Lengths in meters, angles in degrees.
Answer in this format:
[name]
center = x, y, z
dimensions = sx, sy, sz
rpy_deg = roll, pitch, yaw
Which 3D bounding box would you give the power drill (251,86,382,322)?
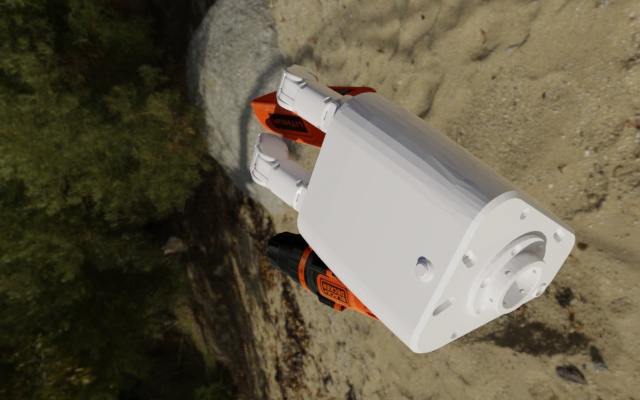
[power drill]
center = 0.000, 0.001, 0.402
dimensions = 0.057, 0.188, 0.184
rpy_deg = -30, 28, -35
